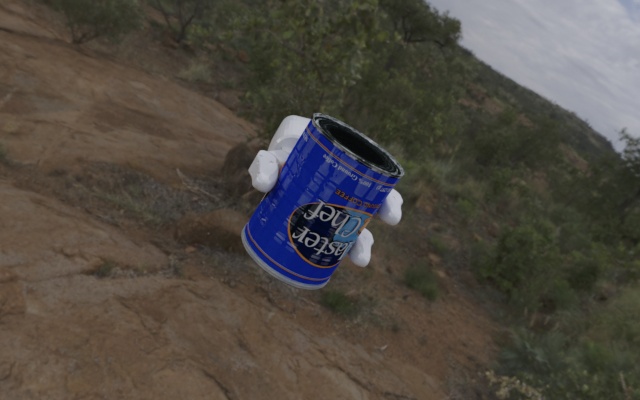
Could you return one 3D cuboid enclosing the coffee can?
[{"bbox_3d":[0.000,0.002,0.468,0.103,0.140,0.102,29,20,-12],"label":"coffee can"}]
